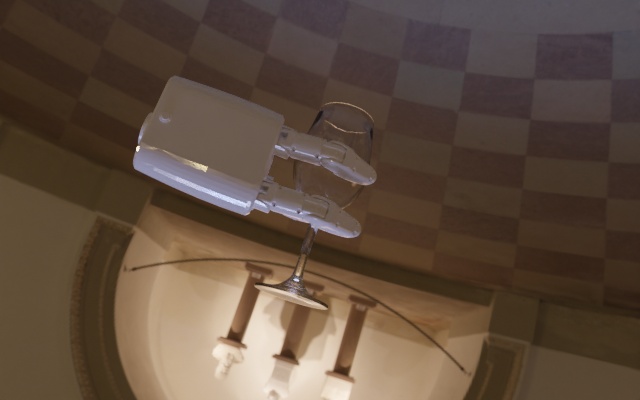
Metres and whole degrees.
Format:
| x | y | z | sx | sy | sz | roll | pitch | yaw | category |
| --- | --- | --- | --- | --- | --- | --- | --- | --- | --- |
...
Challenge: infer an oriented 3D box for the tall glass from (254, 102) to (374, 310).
| x | y | z | sx | sy | sz | roll | pitch | yaw | category |
| --- | --- | --- | --- | --- | --- | --- | --- | --- | --- |
| 0.000 | 0.002 | 0.484 | 0.079 | 0.201 | 0.079 | 16 | -18 | 5 | tall glass |
